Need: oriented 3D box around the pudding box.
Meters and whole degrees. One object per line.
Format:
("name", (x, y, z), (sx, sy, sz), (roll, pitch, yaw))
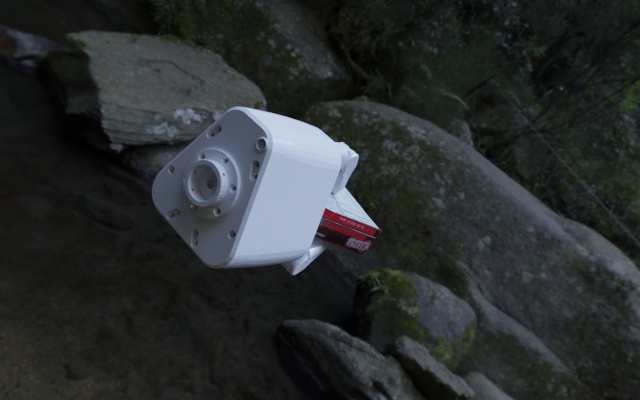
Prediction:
("pudding box", (0.000, 0.002, 0.505), (0.090, 0.039, 0.113), (24, 22, -38))
